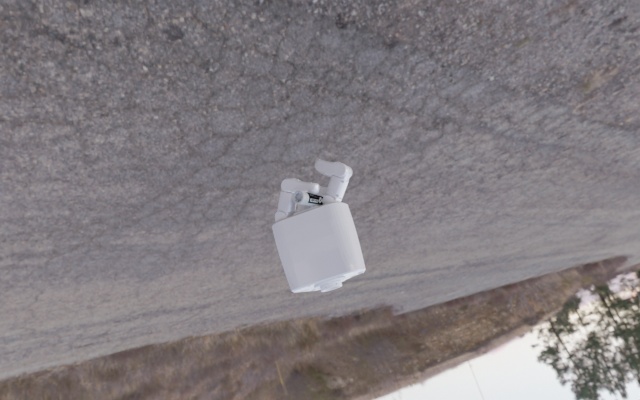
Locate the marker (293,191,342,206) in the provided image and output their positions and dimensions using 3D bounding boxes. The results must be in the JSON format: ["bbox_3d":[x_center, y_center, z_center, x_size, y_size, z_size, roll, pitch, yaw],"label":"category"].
[{"bbox_3d":[0.000,0.002,0.716,0.020,0.020,0.121,0,-7,32],"label":"marker"}]
